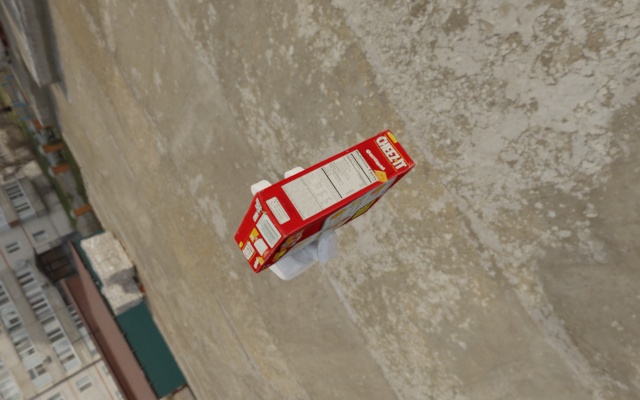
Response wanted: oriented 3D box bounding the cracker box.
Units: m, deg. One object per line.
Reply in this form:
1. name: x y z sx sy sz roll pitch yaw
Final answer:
1. cracker box: 0.000 0.002 0.648 0.213 0.072 0.164 -28 -11 -28
